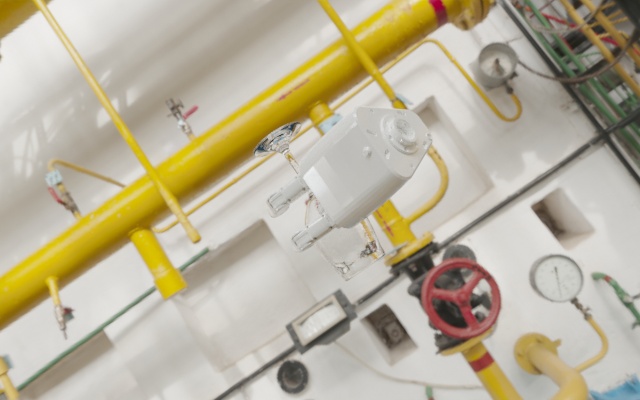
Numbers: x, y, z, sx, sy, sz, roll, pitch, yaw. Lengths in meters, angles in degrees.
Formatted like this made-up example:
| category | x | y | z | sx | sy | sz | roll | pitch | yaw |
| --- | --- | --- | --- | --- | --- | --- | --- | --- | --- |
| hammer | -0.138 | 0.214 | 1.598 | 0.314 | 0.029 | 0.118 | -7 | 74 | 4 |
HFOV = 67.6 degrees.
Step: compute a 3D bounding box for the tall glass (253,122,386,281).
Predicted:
| category | x | y | z | sx | sy | sz | roll | pitch | yaw |
| --- | --- | --- | --- | --- | --- | --- | --- | --- | --- |
| tall glass | 0.000 | 0.001 | 0.604 | 0.079 | 0.201 | 0.079 | -34 | -8 | -5 |
